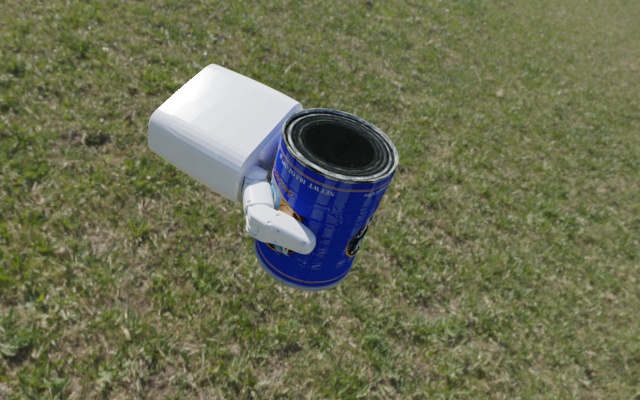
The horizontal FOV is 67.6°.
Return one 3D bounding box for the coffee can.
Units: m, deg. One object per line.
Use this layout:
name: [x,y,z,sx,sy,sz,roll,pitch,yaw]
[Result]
coffee can: [0.000,0.002,0.445,0.103,0.140,0.102,11,40,-10]
